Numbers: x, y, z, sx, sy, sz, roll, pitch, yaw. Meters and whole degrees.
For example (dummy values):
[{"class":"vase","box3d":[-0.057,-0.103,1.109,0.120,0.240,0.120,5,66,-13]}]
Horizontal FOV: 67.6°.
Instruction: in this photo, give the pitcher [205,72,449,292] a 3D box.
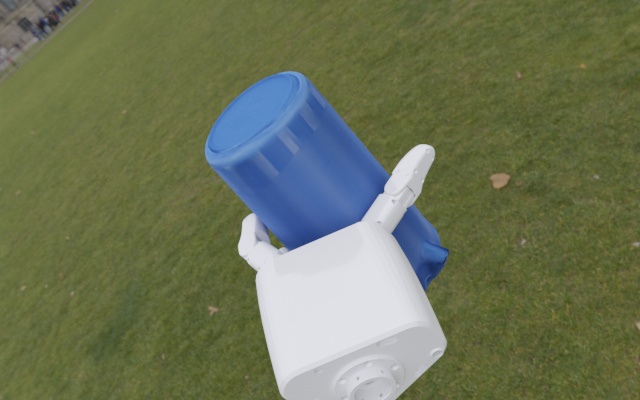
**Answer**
[{"class":"pitcher","box3d":[0.000,0.002,0.466,0.149,0.243,0.145,-36,35,9]}]
